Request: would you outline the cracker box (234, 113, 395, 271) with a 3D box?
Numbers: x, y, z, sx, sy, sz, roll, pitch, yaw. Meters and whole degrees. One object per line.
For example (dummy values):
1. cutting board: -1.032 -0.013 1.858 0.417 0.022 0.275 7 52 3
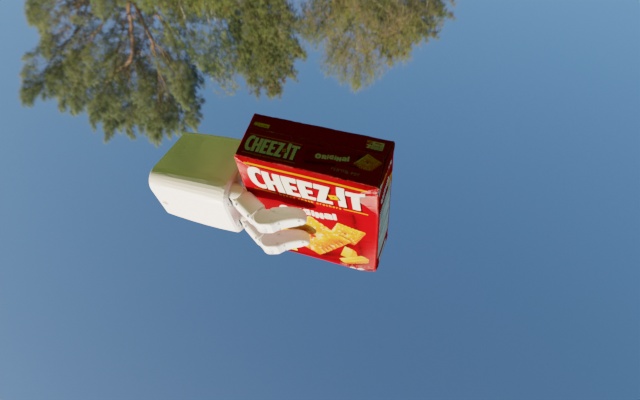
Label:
1. cracker box: 0.000 0.002 0.590 0.164 0.072 0.214 13 -29 13
